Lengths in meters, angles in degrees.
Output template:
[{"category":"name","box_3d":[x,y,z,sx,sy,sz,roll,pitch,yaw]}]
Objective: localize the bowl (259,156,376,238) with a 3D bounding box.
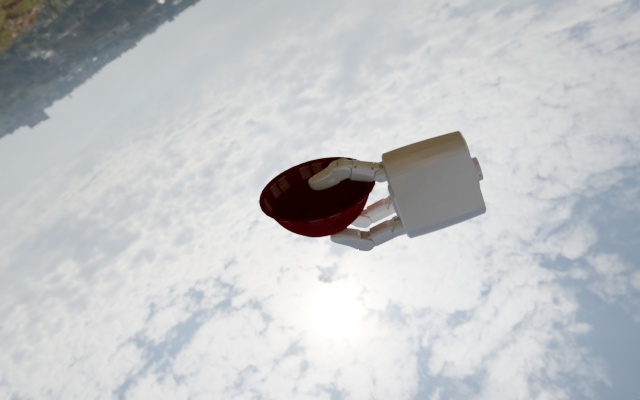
[{"category":"bowl","box_3d":[-0.001,0.003,0.656,0.162,0.055,0.162,-10,32,7]}]
